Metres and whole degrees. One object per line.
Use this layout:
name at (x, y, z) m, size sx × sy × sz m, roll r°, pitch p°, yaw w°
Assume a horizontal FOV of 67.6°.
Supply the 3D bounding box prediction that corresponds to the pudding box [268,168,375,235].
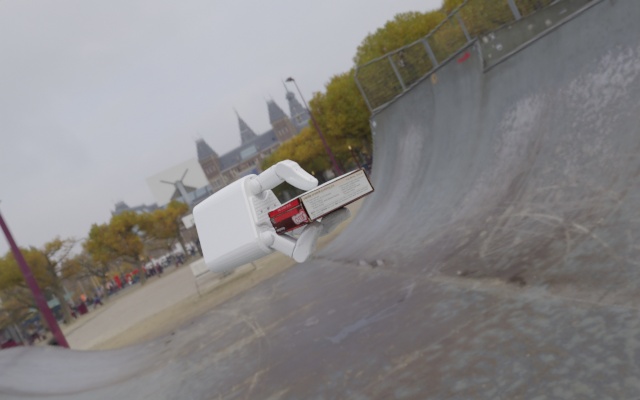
pudding box at (0.000, 0.002, 0.617) m, size 0.113 × 0.039 × 0.090 m, roll -28°, pitch 3°, yaw -34°
